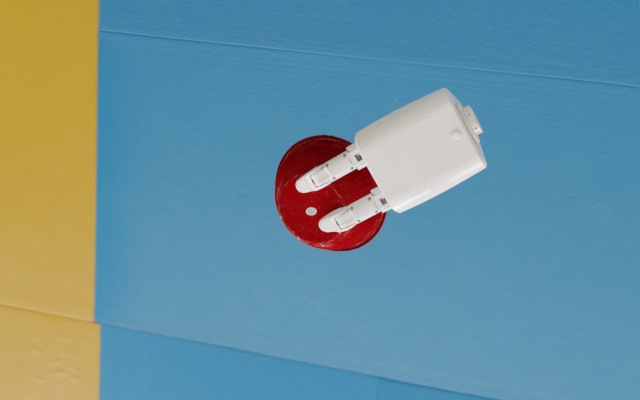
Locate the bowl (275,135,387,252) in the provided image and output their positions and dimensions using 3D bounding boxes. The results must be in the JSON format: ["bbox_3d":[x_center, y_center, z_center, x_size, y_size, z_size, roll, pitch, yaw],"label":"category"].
[{"bbox_3d":[-0.001,0.003,0.605,0.162,0.162,0.055,0,20,27],"label":"bowl"}]
